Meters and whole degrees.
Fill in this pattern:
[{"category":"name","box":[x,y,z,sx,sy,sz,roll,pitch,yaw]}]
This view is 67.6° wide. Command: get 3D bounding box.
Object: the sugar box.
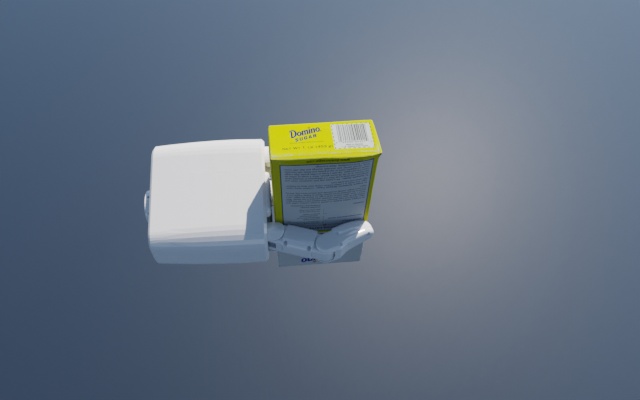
[{"category":"sugar box","box":[0.000,0.001,0.463,0.093,0.048,0.176,-3,-35,-6]}]
